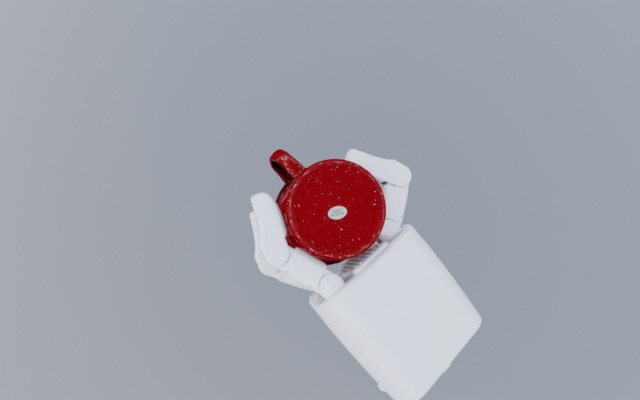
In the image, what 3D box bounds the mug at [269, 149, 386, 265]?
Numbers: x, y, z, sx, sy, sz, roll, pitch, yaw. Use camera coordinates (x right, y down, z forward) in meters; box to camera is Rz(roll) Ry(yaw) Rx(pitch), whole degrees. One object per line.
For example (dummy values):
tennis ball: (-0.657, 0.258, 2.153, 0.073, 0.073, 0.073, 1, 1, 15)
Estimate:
mug: (-0.001, 0.000, 0.410, 0.093, 0.117, 0.081, -41, 1, -10)
